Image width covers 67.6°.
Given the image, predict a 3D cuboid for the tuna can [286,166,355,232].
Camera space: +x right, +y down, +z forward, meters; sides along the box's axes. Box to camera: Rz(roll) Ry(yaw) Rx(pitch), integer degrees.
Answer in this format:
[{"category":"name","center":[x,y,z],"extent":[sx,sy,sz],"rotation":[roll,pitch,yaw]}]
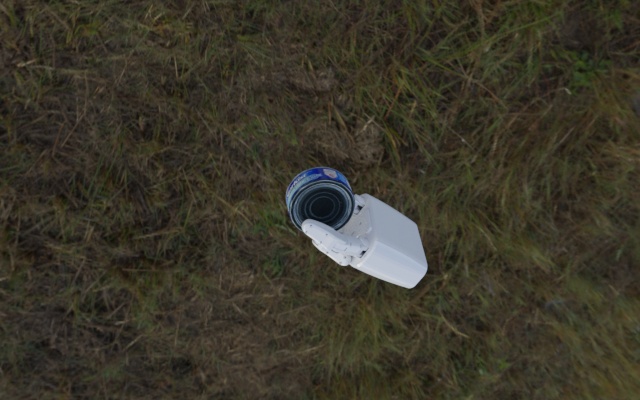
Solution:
[{"category":"tuna can","center":[0.000,0.002,0.606],"extent":[0.086,0.086,0.033],"rotation":[0,32,-11]}]
